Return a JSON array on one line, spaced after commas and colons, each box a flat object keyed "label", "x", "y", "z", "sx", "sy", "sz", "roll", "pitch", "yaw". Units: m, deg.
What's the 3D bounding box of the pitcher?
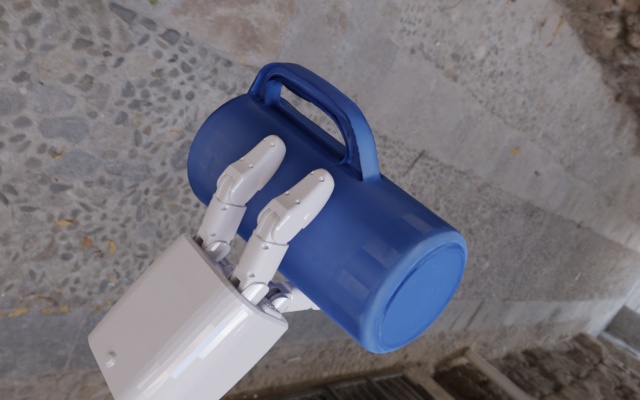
[{"label": "pitcher", "x": 0.000, "y": 0.001, "z": 0.404, "sx": 0.242, "sy": 0.145, "sz": 0.149, "roll": 38, "pitch": -9, "yaw": 38}]
